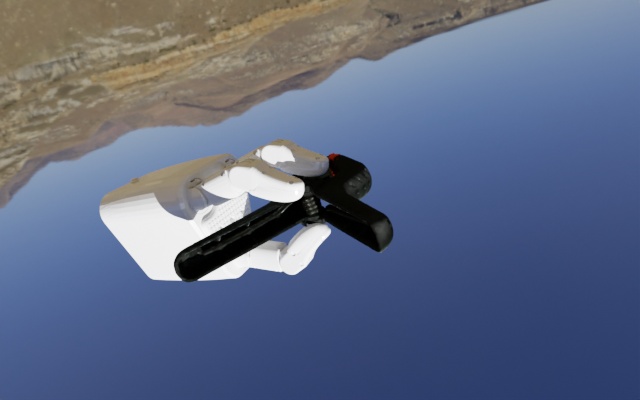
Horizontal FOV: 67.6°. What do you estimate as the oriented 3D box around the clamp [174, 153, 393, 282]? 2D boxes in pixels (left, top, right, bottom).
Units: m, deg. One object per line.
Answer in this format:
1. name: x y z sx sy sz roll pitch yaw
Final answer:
1. clamp: 0.000 0.002 0.401 0.164 0.036 0.210 -8 19 27
